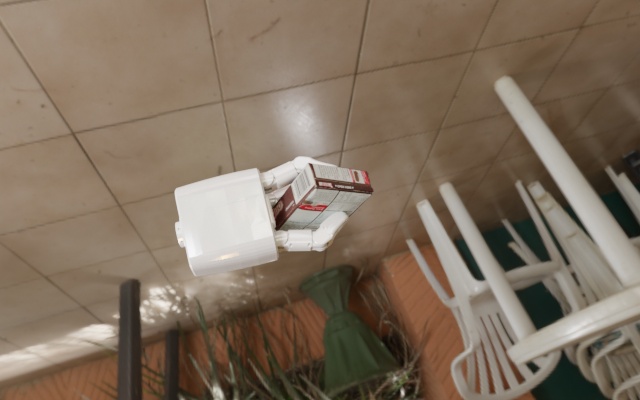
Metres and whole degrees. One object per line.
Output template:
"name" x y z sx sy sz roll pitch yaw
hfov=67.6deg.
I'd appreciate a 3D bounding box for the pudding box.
"pudding box" 0.000 0.002 0.616 0.090 0.039 0.113 5 -33 -32
